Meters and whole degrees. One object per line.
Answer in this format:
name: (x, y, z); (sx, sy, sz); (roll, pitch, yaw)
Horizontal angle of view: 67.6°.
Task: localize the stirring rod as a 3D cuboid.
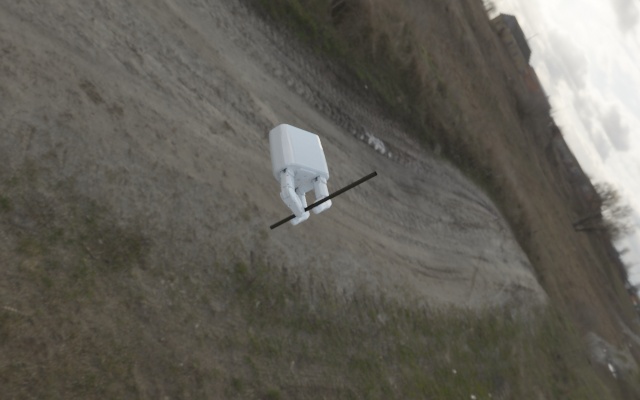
stirring rod: (0.000, 0.003, 0.882); (0.239, 0.011, 0.011); (-27, -13, 25)
